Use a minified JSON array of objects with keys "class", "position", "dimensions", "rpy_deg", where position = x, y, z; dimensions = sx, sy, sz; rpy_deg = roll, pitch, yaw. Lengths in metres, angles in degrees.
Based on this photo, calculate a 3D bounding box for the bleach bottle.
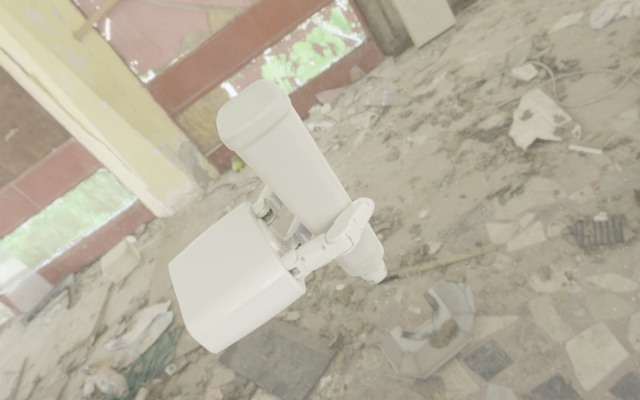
[{"class":"bleach bottle","position":[0.000,0.001,0.480],"dimensions":[0.068,0.251,0.102],"rpy_deg":[-36,29,2]}]
